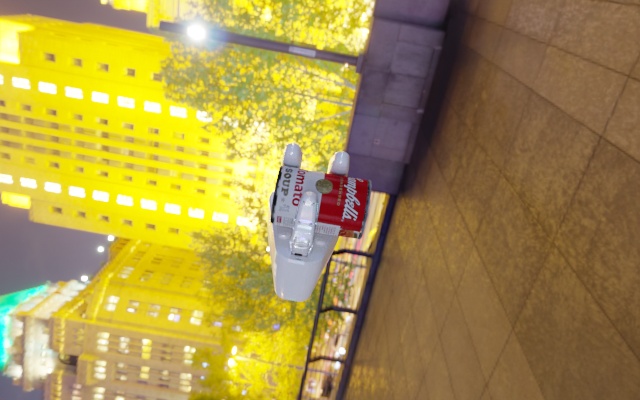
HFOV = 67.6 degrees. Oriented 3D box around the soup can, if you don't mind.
[{"bbox_3d":[0.000,0.001,0.533,0.102,0.068,0.068,10,0,-1],"label":"soup can"}]
